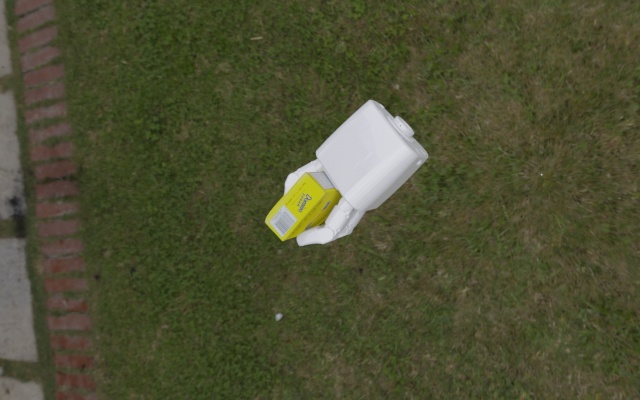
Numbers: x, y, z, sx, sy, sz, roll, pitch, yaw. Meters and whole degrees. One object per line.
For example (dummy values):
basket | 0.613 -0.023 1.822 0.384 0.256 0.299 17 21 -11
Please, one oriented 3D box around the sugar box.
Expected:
sugar box | 0.001 0.003 0.691 0.093 0.048 0.176 -48 -16 20
